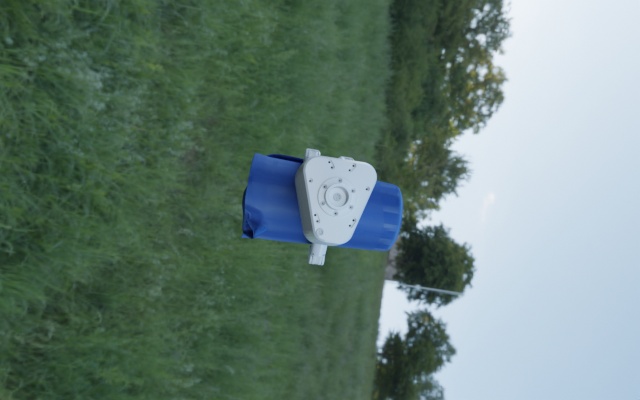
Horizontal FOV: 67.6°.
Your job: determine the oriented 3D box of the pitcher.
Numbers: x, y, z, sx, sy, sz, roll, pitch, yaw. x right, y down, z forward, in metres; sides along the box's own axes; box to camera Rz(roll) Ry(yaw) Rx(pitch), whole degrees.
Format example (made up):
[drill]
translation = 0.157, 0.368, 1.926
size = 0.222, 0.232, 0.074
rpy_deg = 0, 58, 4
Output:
[pitcher]
translation = 0.000, 0.003, 0.762
size = 0.243, 0.149, 0.145
rpy_deg = 9, -5, -6
